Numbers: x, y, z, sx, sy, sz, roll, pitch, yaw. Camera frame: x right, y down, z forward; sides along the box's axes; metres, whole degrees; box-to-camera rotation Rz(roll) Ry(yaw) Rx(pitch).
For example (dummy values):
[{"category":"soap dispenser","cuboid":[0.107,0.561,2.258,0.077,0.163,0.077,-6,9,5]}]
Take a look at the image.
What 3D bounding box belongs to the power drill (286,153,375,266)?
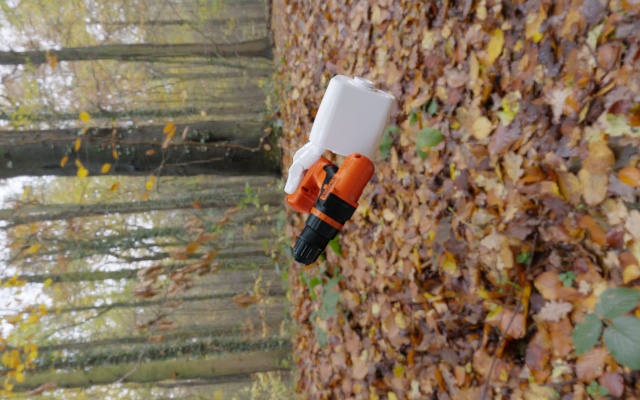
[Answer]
[{"category":"power drill","cuboid":[0.000,0.002,0.763,0.057,0.184,0.187,34,1,-20]}]
